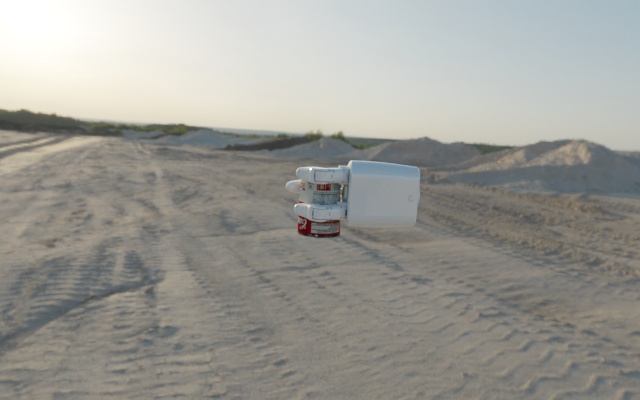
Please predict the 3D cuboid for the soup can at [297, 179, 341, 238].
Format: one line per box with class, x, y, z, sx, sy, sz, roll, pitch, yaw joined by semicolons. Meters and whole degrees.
soup can;0.000;0.002;0.749;0.068;0.102;0.068;3;8;0
